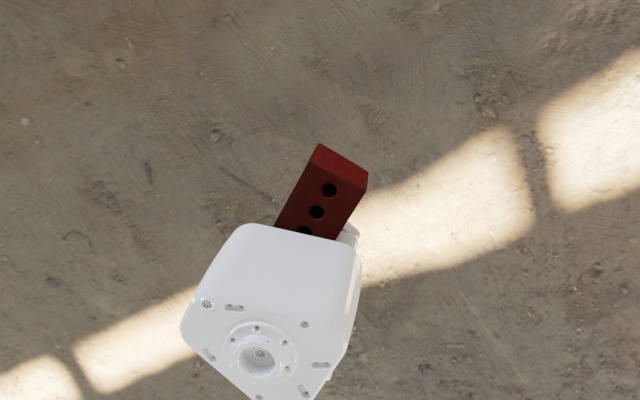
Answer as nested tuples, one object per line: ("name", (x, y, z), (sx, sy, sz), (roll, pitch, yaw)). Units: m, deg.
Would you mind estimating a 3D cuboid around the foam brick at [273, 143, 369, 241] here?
("foam brick", (0.000, 0.001, 0.410), (0.053, 0.078, 0.051), (28, 22, -3))
